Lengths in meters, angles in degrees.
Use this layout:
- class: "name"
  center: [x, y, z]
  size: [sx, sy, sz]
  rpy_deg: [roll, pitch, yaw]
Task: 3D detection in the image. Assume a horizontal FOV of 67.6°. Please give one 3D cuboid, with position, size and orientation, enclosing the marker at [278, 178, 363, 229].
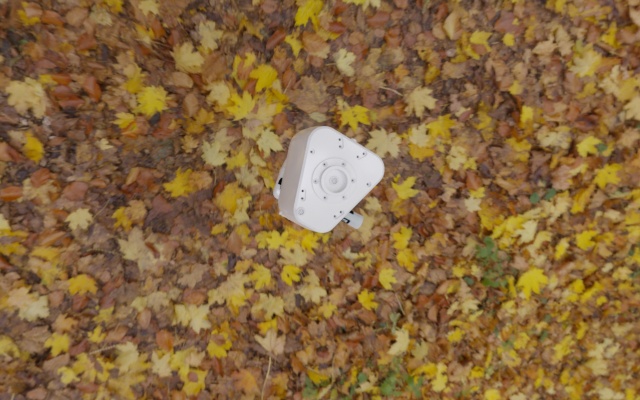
- class: "marker"
  center: [0.000, 0.002, 0.618]
  size: [0.121, 0.020, 0.020]
  rpy_deg: [28, -7, -13]
